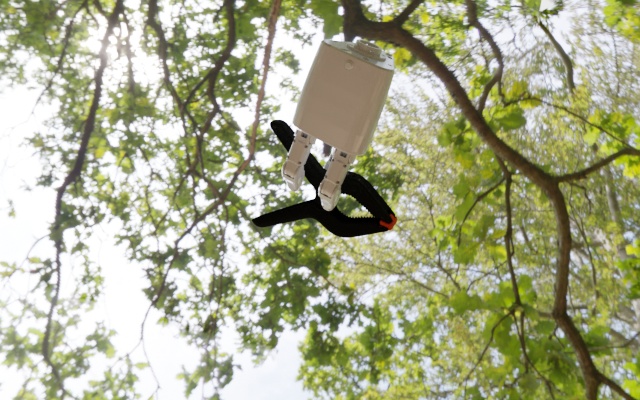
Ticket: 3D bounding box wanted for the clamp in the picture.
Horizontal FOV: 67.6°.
[{"bbox_3d":[0.001,0.002,0.659,0.210,0.165,0.036,28,28,12],"label":"clamp"}]
